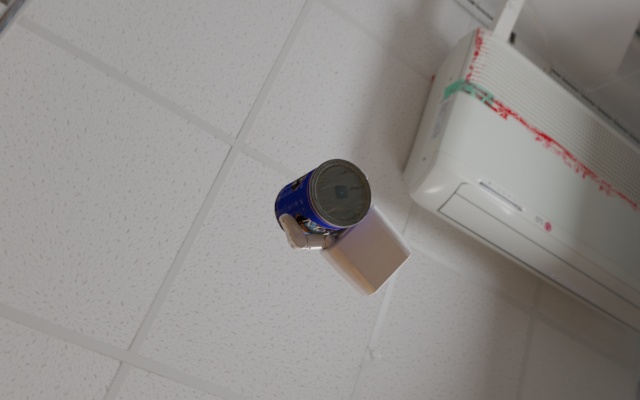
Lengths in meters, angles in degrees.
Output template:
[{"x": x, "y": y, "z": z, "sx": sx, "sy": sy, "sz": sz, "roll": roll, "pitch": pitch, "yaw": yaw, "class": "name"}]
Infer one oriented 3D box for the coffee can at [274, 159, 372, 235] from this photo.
[{"x": 0.000, "y": 0.002, "z": 0.755, "sx": 0.103, "sy": 0.102, "sz": 0.140, "roll": 0, "pitch": -12, "yaw": -28, "class": "coffee can"}]
